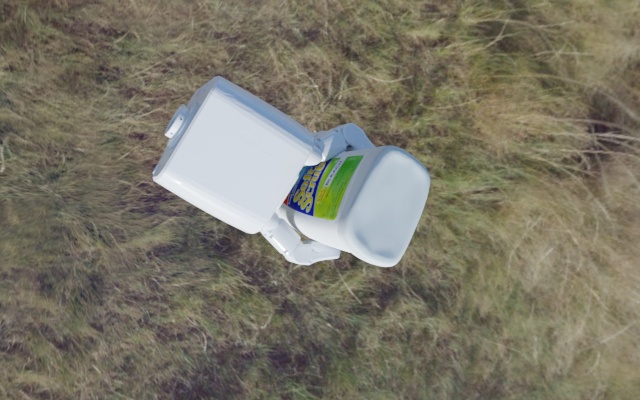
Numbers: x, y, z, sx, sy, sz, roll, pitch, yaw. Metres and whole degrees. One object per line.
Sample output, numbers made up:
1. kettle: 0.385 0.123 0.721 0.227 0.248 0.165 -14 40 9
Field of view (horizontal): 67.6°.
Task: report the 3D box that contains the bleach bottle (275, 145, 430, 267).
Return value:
1. bleach bottle: 0.000 0.002 0.502 0.068 0.102 0.251 32 -14 -25
